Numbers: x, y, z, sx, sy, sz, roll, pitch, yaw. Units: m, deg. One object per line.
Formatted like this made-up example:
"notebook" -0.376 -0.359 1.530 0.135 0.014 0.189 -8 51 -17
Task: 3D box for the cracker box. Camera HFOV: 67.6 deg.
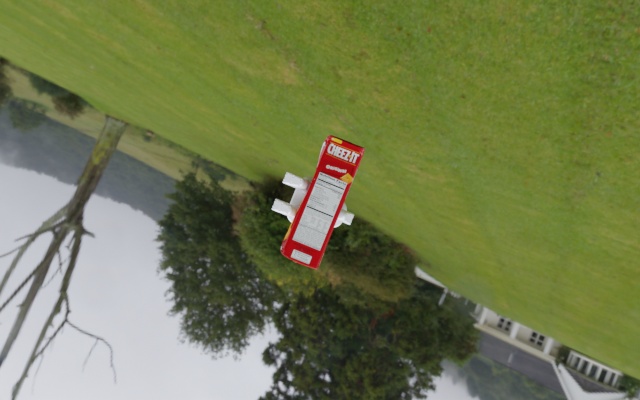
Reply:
"cracker box" 0.000 0.003 0.844 0.072 0.213 0.164 22 -1 -2
